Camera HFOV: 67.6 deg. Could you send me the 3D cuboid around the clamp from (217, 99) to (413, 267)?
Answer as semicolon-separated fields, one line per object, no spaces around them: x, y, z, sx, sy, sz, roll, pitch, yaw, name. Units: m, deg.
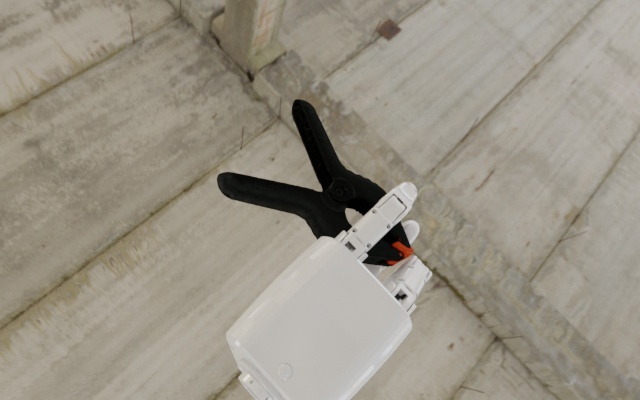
0.000;0.002;0.408;0.120;0.171;0.039;-41;-5;-25;clamp
